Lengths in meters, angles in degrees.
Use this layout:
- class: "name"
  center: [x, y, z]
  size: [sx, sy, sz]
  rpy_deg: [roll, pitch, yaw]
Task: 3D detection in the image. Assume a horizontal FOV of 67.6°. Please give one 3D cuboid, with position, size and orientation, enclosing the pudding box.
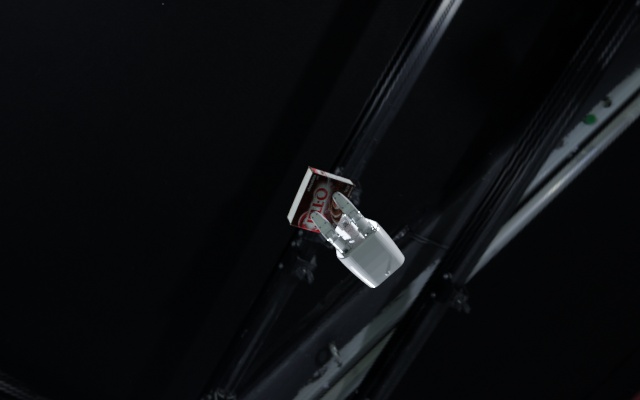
- class: "pudding box"
  center: [0.000, 0.003, 0.893]
  size: [0.090, 0.113, 0.039]
  rpy_deg: [16, 16, -23]
